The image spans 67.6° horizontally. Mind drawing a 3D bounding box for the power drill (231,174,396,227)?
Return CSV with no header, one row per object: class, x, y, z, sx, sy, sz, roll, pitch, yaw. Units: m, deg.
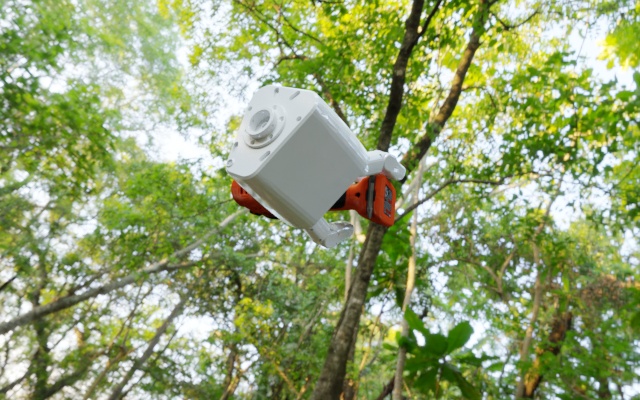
power drill,0.000,0.002,0.624,0.187,0.057,0.184,1,-7,17
